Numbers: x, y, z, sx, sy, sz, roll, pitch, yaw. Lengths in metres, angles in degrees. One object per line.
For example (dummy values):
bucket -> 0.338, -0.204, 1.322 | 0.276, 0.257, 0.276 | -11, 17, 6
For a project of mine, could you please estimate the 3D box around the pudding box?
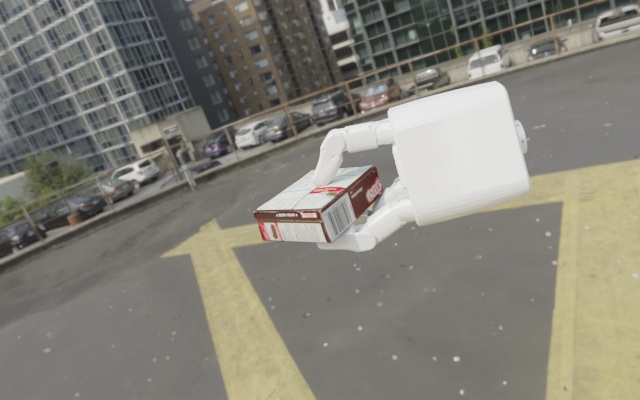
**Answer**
pudding box -> 0.000, 0.001, 0.499 | 0.090, 0.039, 0.113 | -3, 23, 38
